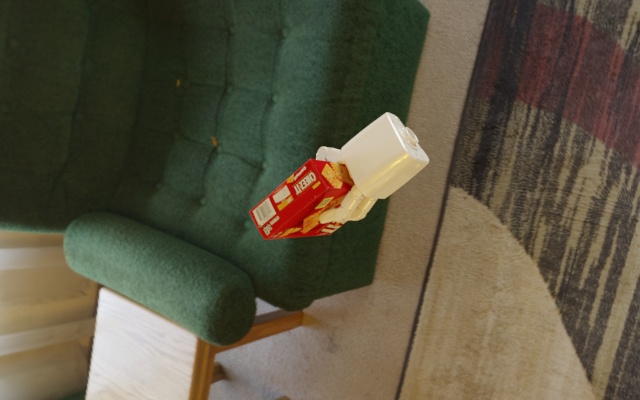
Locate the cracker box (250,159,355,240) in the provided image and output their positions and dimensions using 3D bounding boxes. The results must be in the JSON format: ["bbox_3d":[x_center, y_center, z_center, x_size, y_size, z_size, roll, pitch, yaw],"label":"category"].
[{"bbox_3d":[0.000,0.003,0.897,0.164,0.072,0.214,-39,-21,26],"label":"cracker box"}]
